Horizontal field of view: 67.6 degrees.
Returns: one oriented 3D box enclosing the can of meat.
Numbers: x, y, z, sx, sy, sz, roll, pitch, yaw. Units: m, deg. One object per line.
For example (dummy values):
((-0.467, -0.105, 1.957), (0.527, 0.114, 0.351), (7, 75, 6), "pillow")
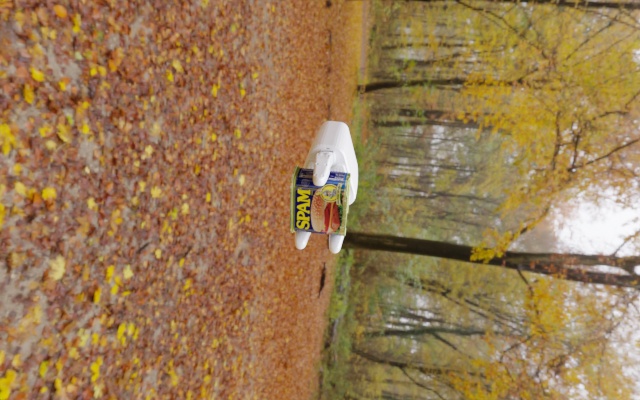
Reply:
((0.000, 0.002, 0.718), (0.084, 0.102, 0.057), (6, 30, 5), "can of meat")
